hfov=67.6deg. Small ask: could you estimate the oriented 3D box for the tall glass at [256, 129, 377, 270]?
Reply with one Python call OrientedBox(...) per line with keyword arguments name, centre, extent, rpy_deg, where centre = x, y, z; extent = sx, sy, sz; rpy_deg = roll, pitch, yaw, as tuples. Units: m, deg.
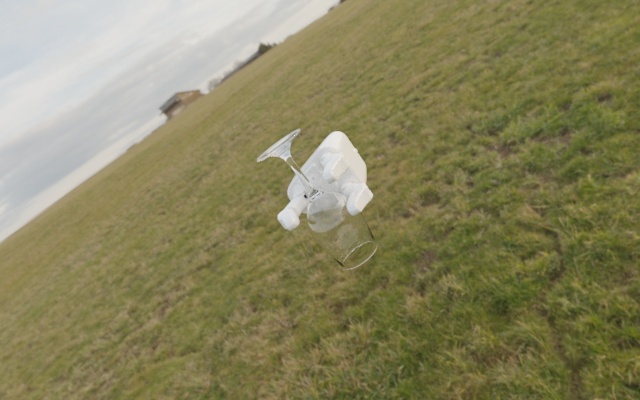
OrientedBox(name="tall glass", centre=(0.000, 0.002, 0.670), extent=(0.079, 0.201, 0.079), rpy_deg=(-34, 14, 10))
